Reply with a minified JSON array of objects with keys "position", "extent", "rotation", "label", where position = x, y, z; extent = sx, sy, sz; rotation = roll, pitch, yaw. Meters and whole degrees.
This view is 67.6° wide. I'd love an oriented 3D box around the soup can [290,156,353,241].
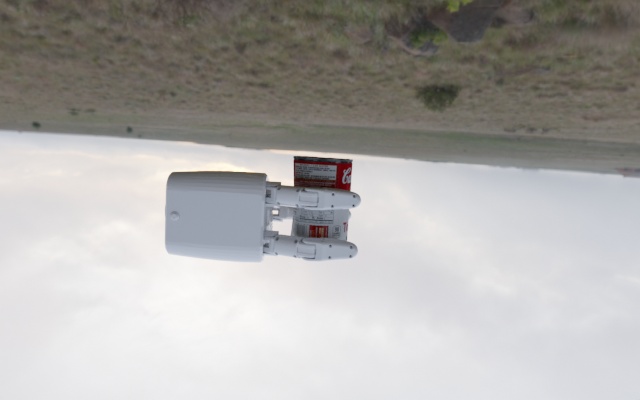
[{"position":[0.001,0.002,0.546],"extent":[0.068,0.102,0.068],"rotation":[3,6,0],"label":"soup can"}]
